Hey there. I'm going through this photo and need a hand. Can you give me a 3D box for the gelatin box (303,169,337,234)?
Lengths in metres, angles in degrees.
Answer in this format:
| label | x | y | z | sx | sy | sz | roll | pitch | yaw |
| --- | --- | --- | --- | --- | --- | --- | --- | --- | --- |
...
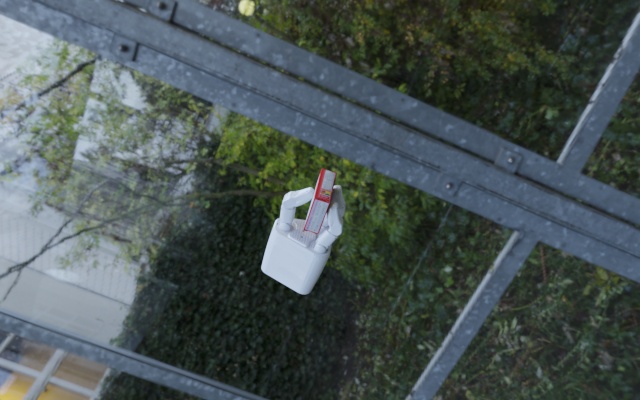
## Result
| label | x | y | z | sx | sy | sz | roll | pitch | yaw |
| --- | --- | --- | --- | --- | --- | --- | --- | --- | --- |
| gelatin box | 0.000 | 0.002 | 0.814 | 0.030 | 0.073 | 0.089 | 16 | -44 | -2 |
